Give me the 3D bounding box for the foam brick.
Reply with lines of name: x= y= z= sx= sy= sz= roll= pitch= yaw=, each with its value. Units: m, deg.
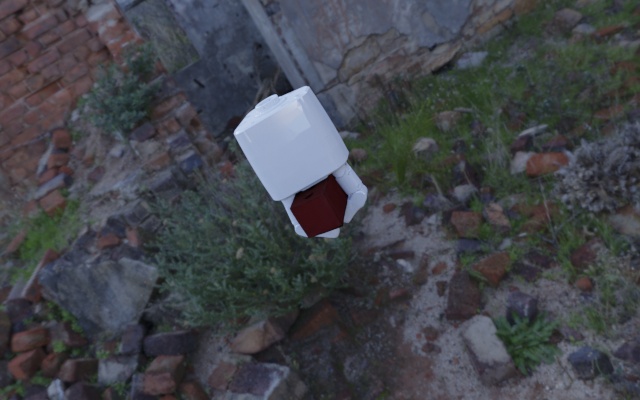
foam brick: x=0.000 y=0.002 z=0.628 sx=0.053 sy=0.051 sz=0.078 roll=-22 pitch=24 yaw=21
